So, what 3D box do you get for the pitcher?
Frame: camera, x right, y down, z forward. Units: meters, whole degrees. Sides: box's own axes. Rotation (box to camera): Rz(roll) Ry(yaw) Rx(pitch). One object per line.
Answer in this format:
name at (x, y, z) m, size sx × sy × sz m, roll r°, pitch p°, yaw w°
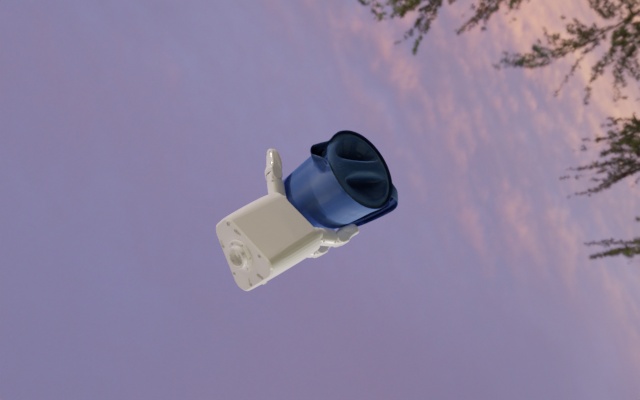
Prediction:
pitcher at (0.000, 0.003, 0.801) m, size 0.243 × 0.149 × 0.145 m, roll -33°, pitch -3°, yaw 43°
